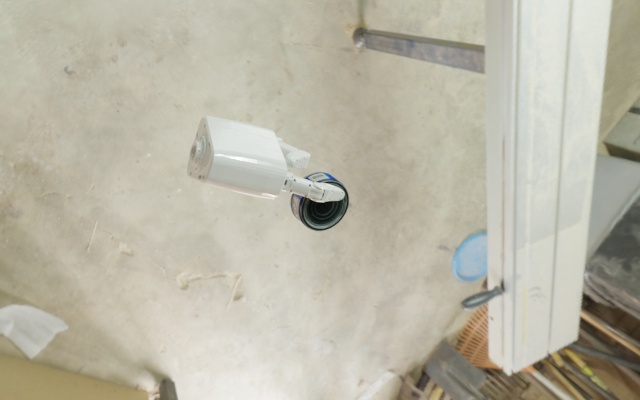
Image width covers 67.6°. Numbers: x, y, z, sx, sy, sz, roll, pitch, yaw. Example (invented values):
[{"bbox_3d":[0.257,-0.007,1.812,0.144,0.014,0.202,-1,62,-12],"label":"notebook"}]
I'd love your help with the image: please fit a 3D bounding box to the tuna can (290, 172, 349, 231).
[{"bbox_3d":[0.000,0.003,0.721,0.086,0.086,0.033,0,23,-30],"label":"tuna can"}]
